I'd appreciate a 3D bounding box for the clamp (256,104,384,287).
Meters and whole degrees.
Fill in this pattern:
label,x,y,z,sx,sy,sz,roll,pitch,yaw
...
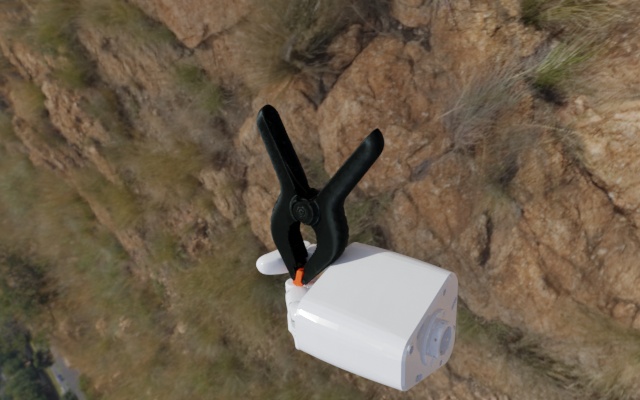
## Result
label,x,y,z,sx,sy,sz,roll,pitch,yaw
clamp,0.000,0.002,0.431,0.120,0.171,0.039,11,26,33
